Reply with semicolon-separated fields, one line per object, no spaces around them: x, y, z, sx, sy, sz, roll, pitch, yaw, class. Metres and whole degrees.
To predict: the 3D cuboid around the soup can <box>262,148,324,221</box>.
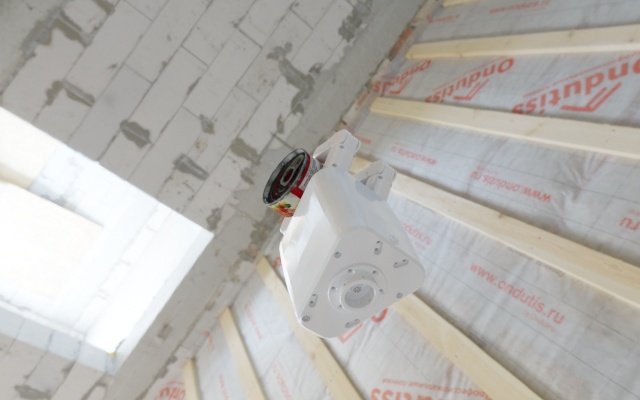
0.000;0.002;0.501;0.102;0.068;0.068;35;-17;-25;soup can
